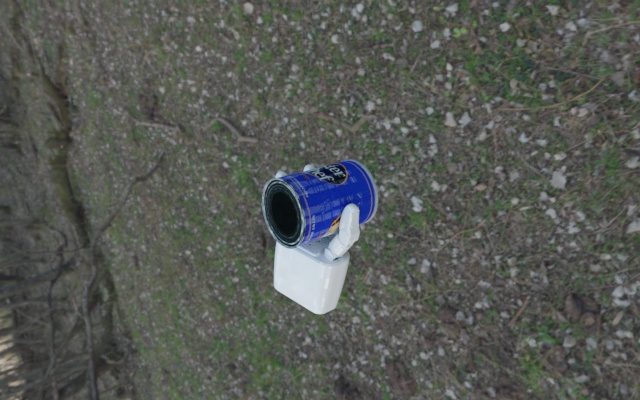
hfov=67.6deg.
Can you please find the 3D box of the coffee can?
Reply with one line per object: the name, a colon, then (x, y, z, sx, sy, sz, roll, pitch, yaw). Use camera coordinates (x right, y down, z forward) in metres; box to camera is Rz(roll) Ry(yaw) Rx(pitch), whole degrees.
coffee can: (0.000, 0.002, 0.703, 0.140, 0.103, 0.103, -17, 10, -36)
